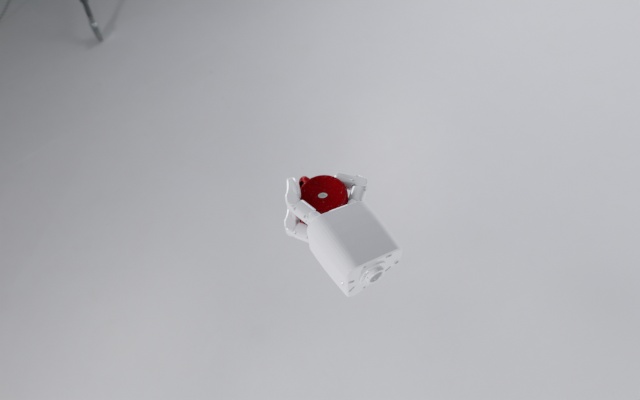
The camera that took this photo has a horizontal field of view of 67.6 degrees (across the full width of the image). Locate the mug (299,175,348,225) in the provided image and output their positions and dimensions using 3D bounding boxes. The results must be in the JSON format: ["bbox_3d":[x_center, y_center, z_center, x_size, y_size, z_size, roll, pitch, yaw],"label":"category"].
[{"bbox_3d":[-0.001,0.002,0.814,0.093,0.117,0.082,-30,-31,-15],"label":"mug"}]
